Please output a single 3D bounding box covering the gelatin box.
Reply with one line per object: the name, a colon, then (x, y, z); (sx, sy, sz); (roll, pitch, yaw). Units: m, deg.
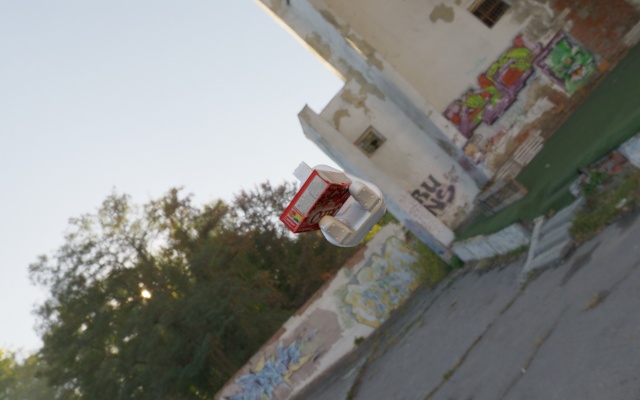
gelatin box: (0.000, 0.002, 0.565); (0.030, 0.073, 0.089); (42, 16, 19)
